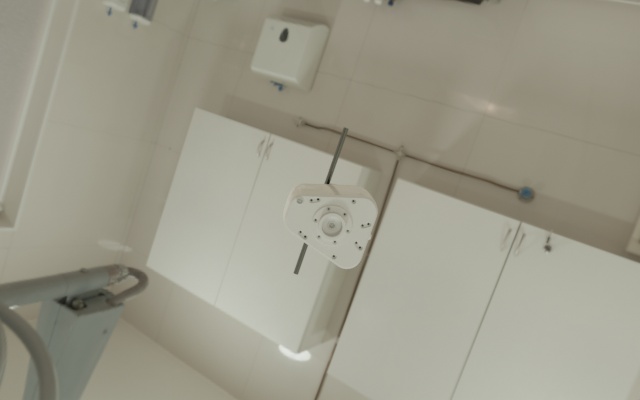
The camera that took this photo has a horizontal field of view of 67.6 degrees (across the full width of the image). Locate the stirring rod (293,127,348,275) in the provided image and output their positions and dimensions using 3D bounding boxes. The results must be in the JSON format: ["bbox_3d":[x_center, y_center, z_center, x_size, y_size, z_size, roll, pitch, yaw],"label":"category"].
[{"bbox_3d":[0.000,0.002,0.741,0.011,0.239,0.011,19,6,-2],"label":"stirring rod"}]
